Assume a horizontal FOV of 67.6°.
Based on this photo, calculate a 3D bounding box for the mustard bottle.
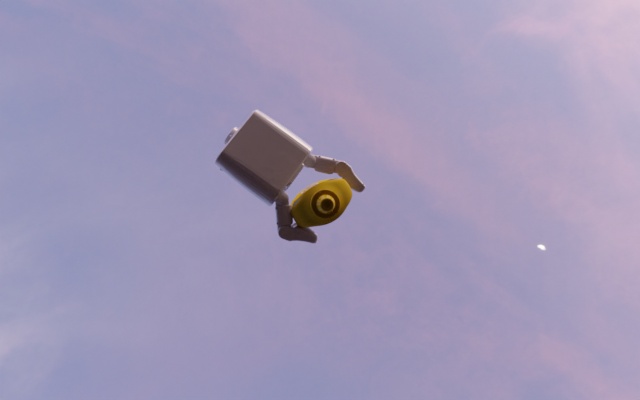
[{"bbox_3d":[0.000,0.003,0.721,0.096,0.058,0.191,-30,3,-4],"label":"mustard bottle"}]
